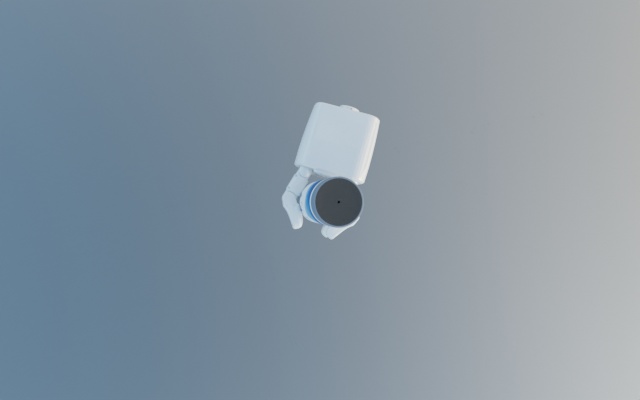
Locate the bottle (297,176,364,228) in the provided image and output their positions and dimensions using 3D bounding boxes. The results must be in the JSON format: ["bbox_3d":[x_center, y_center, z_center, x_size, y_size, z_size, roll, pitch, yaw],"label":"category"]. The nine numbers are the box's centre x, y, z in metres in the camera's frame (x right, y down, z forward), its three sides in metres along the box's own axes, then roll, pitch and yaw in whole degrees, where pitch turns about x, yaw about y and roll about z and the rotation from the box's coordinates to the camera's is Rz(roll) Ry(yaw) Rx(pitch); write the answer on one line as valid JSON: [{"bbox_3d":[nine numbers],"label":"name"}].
[{"bbox_3d":[0.000,0.003,0.757,0.069,0.069,0.295,0,0,-9],"label":"bottle"}]
